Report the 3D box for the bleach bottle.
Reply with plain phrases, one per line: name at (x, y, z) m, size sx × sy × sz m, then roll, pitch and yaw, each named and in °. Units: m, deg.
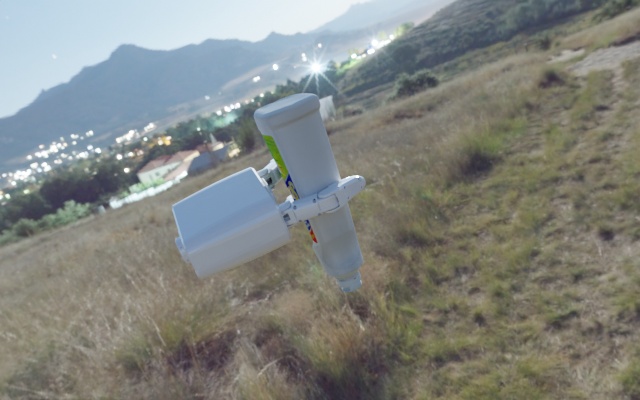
bleach bottle at (0.000, 0.002, 0.572) m, size 0.068 × 0.251 × 0.102 m, roll -25°, pitch 19°, yaw -11°
